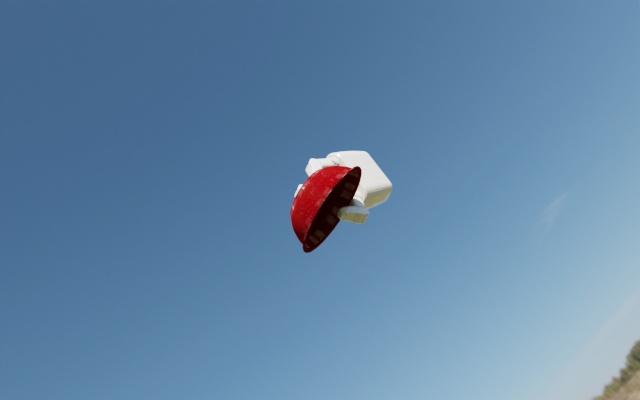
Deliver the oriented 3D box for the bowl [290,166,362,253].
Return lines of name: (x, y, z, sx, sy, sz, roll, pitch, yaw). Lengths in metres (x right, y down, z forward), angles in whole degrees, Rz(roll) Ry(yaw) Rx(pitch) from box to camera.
bowl: (-0.001, 0.002, 0.764, 0.055, 0.162, 0.162, 33, 9, 15)
